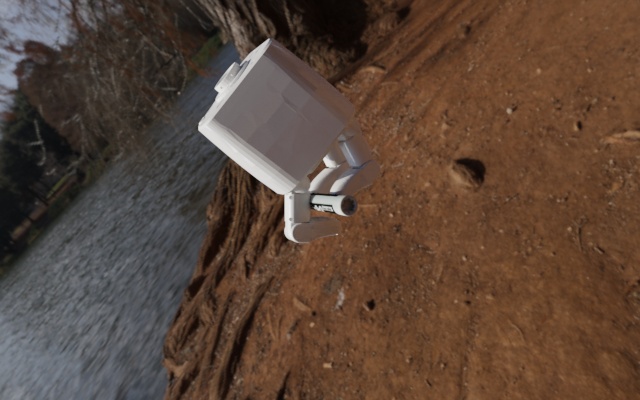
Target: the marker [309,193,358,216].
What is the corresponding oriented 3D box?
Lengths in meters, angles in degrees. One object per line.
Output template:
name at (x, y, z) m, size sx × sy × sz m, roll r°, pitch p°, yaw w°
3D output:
marker at (0.000, 0.002, 0.483) m, size 0.020 × 0.020 × 0.121 m, roll 0°, pitch 3°, yaw -25°
